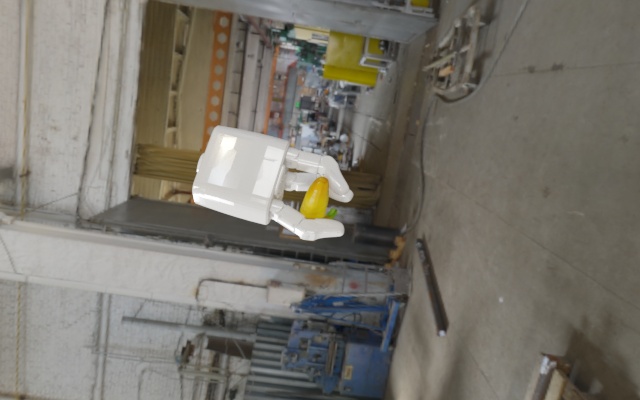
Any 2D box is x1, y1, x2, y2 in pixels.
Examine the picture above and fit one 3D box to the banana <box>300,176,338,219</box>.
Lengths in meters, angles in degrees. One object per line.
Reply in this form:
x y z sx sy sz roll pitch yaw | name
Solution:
-0.007 0.020 0.682 0.037 0.069 0.198 22 -10 8 | banana
